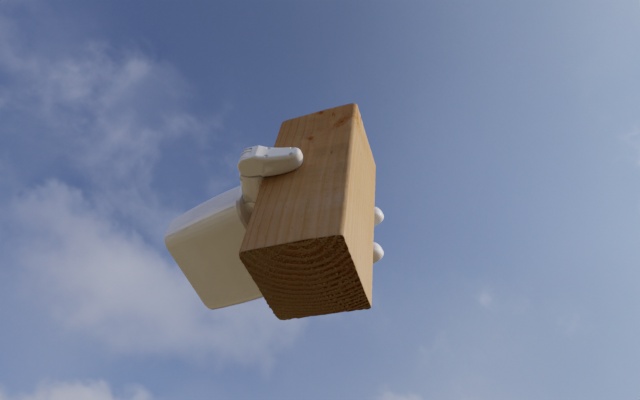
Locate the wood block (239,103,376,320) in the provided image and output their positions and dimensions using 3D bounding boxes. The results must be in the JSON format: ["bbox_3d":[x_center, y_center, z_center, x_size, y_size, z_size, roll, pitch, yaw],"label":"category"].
[{"bbox_3d":[0.000,0.001,0.467,0.090,0.091,0.206,-11,37,16],"label":"wood block"}]
